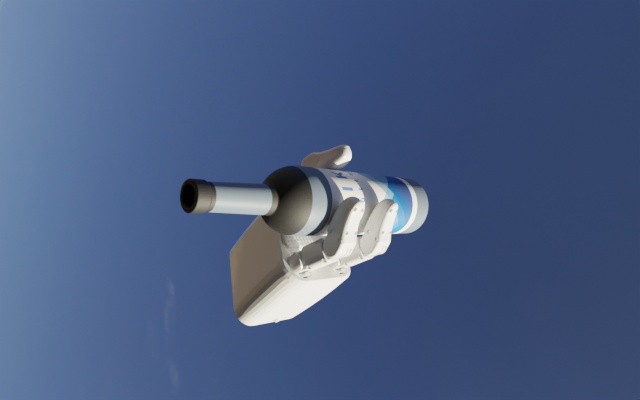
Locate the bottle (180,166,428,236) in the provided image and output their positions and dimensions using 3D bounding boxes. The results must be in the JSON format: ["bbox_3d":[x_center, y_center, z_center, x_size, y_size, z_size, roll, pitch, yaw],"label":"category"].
[{"bbox_3d":[0.000,0.001,0.475,0.069,0.069,0.296,0,-2,44],"label":"bottle"}]
